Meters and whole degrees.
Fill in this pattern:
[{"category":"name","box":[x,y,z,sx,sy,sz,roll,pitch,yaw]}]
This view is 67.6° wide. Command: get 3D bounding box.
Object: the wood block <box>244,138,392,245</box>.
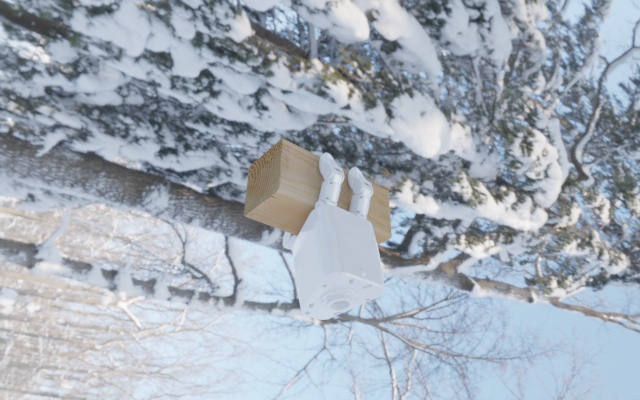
[{"category":"wood block","box":[0.000,0.003,0.714,0.206,0.090,0.091,24,-39,-32]}]
